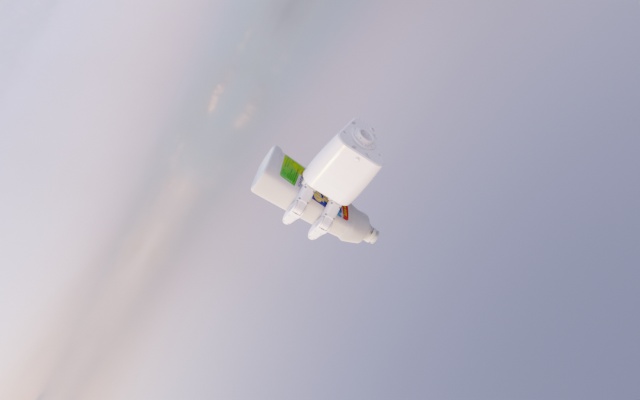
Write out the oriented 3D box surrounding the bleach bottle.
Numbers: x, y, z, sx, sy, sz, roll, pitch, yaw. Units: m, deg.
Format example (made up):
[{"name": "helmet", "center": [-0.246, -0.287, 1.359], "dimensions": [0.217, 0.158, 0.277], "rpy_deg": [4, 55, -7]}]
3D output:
[{"name": "bleach bottle", "center": [0.000, 0.003, 0.883], "dimensions": [0.251, 0.102, 0.068], "rpy_deg": [30, -53, -15]}]
